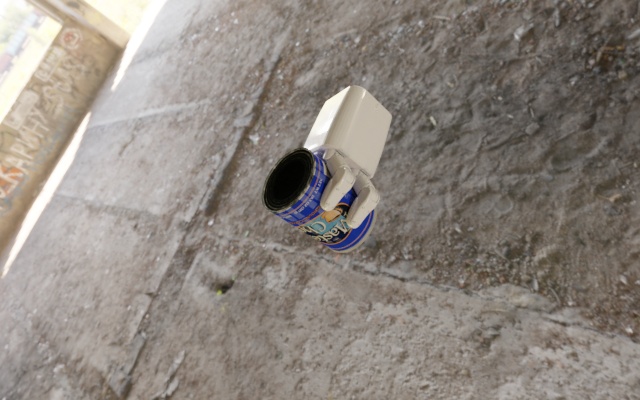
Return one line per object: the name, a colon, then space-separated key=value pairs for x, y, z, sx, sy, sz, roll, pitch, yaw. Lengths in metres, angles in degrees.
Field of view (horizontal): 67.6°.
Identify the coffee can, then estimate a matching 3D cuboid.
coffee can: x=0.000 y=0.003 z=0.696 sx=0.103 sy=0.102 sz=0.140 roll=0 pitch=-27 yaw=48
